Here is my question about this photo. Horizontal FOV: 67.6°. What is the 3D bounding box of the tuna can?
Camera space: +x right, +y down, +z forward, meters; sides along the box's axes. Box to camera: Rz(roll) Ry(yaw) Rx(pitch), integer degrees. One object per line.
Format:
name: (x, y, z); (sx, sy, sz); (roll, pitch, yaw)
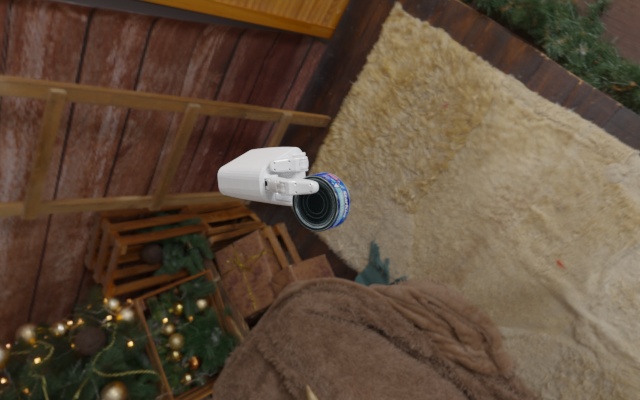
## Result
tuna can: (0.000, 0.002, 0.708); (0.086, 0.086, 0.034); (0, 8, 35)
